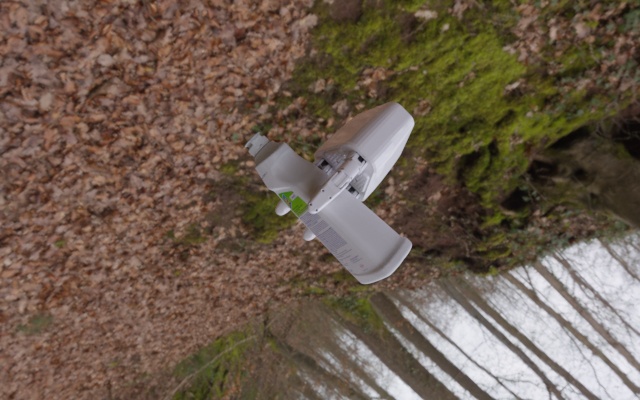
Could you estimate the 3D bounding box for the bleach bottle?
[{"bbox_3d":[0.000,0.002,0.643,0.068,0.251,0.102,-47,3,-28],"label":"bleach bottle"}]
